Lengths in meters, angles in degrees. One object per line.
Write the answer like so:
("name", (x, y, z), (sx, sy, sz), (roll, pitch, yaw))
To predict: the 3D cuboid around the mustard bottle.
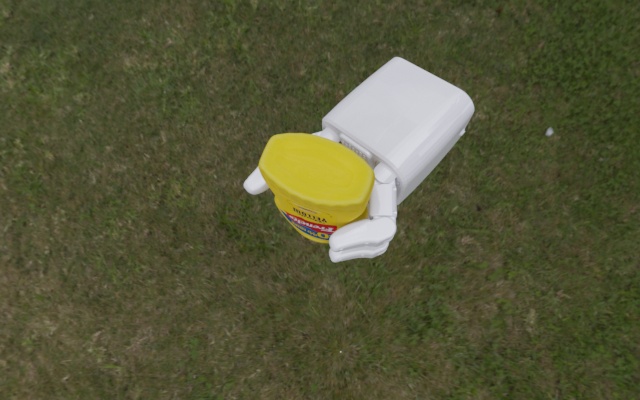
("mustard bottle", (0.000, 0.002, 0.474), (0.096, 0.058, 0.192), (18, -16, 8))
